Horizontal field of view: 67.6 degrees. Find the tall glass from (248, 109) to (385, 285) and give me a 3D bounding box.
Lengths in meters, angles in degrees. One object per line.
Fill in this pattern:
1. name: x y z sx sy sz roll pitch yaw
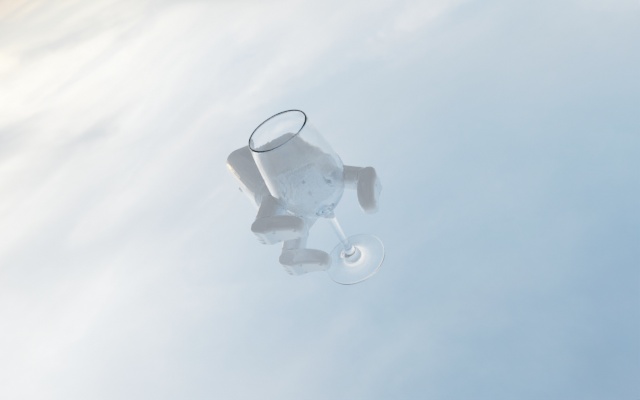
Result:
1. tall glass: 0.000 0.002 0.505 0.079 0.079 0.201 0 -43 34
